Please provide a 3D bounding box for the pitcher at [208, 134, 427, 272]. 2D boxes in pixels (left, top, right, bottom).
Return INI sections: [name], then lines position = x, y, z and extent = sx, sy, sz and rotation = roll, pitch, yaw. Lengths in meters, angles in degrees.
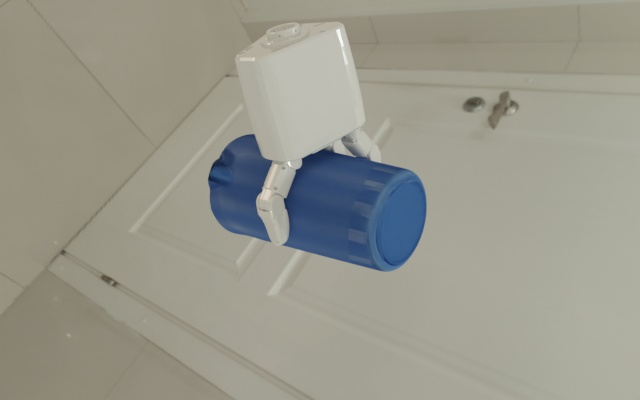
[pitcher]
position = 0.000, 0.002, 0.564
extent = 0.243, 0.145, 0.149
rotation = 14, 41, 38
